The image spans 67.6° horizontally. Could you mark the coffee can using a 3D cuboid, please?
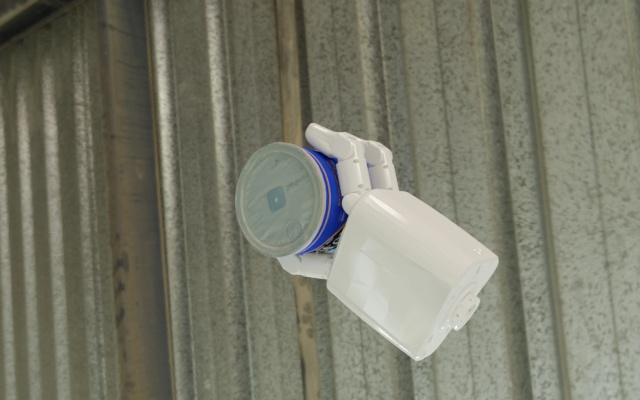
[{"bbox_3d":[0.000,0.002,0.481,0.103,0.103,0.140,0,-2,36],"label":"coffee can"}]
